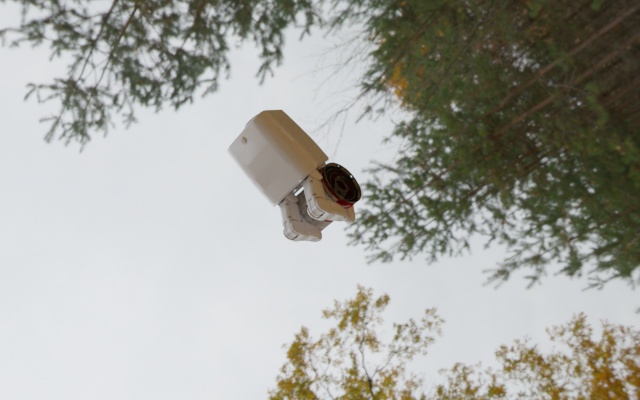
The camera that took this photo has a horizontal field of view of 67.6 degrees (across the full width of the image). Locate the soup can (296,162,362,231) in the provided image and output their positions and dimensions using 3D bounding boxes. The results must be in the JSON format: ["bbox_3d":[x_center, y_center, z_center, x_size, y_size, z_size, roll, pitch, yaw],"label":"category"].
[{"bbox_3d":[0.000,0.003,0.689,0.068,0.068,0.102,0,-34,-49],"label":"soup can"}]
